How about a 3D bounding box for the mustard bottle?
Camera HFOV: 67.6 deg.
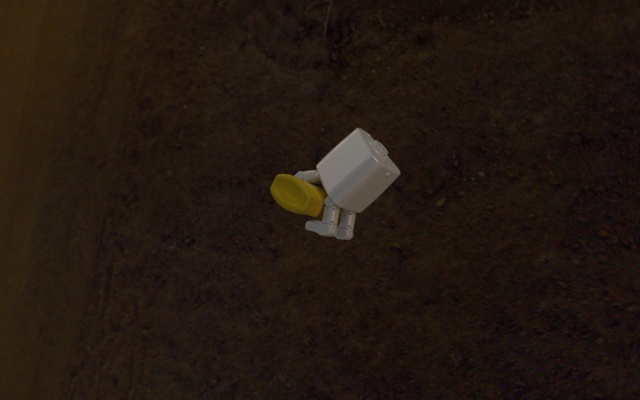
[{"bbox_3d":[0.000,0.003,0.893,0.096,0.058,0.192,31,9,36],"label":"mustard bottle"}]
